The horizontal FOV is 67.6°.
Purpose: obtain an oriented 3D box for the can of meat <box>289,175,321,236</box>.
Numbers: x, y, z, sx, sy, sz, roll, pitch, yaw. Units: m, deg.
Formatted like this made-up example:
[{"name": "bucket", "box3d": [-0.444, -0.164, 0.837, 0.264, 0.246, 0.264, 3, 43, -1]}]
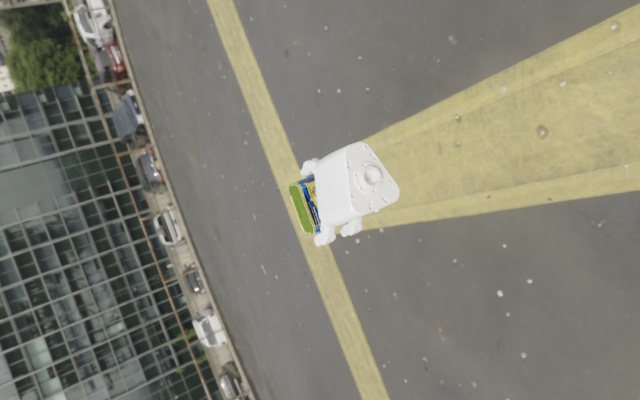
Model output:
[{"name": "can of meat", "box3d": [0.000, 0.003, 0.842, 0.084, 0.102, 0.057, -21, 2, -26]}]
